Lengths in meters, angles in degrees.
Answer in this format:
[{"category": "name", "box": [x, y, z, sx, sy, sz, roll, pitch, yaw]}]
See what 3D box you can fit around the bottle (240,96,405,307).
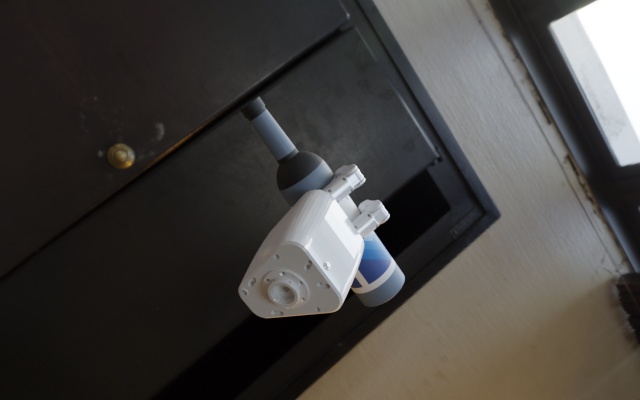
[{"category": "bottle", "box": [0.000, 0.002, 0.593, 0.069, 0.296, 0.069, -33, 16, 10]}]
